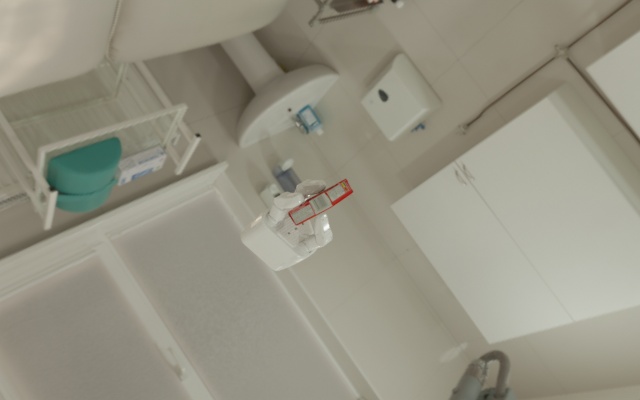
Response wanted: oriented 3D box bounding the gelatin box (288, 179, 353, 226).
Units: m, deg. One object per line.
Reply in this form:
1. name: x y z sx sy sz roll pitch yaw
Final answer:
1. gelatin box: 0.001 0.003 0.787 0.089 0.030 0.073 -29 2 37
